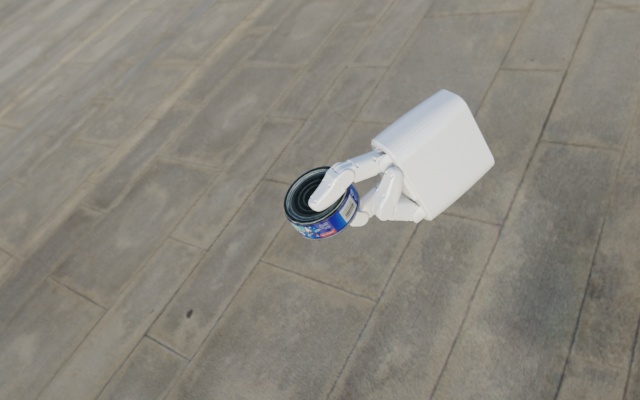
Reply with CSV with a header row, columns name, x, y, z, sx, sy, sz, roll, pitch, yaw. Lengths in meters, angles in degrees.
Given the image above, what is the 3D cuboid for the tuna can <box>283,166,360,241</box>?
name,x,y,z,sx,sy,sz,roll,pitch,yaw
tuna can,0.000,0.002,0.557,0.086,0.086,0.034,0,-35,32
